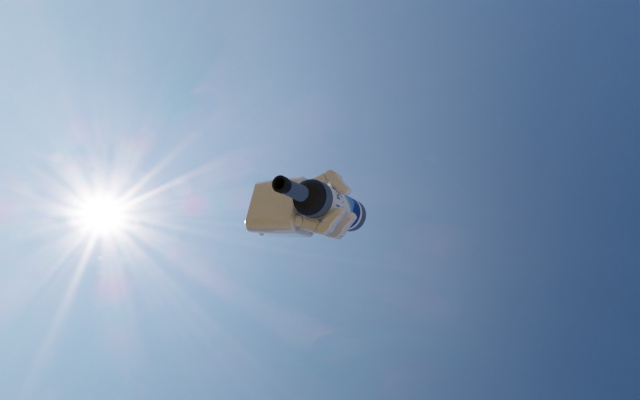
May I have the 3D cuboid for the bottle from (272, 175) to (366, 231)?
[{"bbox_3d":[0.000,0.003,0.864,0.069,0.069,0.296,0,-11,26],"label":"bottle"}]
